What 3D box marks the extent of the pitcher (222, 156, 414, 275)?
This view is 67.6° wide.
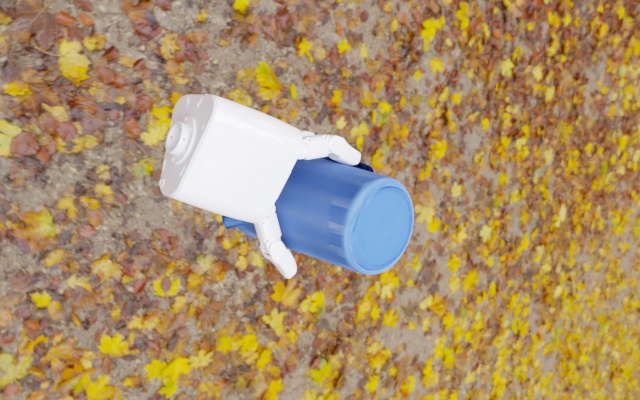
[{"bbox_3d":[0.000,0.002,0.599,0.145,0.149,0.243,22,-4,-41],"label":"pitcher"}]
